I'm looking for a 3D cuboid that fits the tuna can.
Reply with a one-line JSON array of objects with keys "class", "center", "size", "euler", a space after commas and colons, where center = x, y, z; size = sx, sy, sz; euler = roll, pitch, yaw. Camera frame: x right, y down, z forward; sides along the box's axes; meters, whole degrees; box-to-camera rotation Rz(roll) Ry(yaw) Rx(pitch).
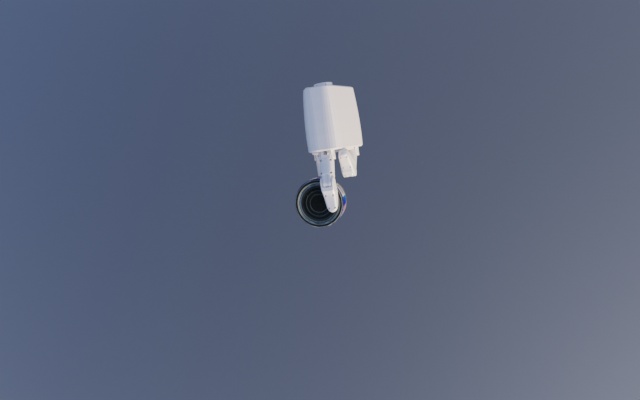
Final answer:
[{"class": "tuna can", "center": [0.000, 0.003, 0.820], "size": [0.086, 0.086, 0.033], "euler": [0, 10, 11]}]
